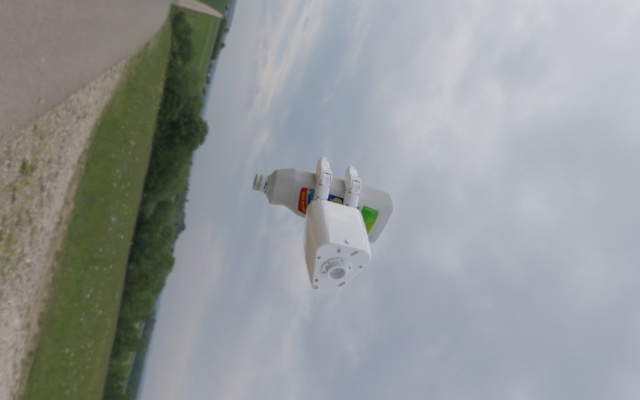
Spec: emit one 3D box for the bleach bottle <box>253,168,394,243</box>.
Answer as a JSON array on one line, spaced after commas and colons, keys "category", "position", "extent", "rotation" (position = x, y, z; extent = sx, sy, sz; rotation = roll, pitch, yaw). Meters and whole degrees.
[{"category": "bleach bottle", "position": [0.000, 0.003, 0.862], "extent": [0.251, 0.103, 0.068], "rotation": [14, 34, -18]}]
